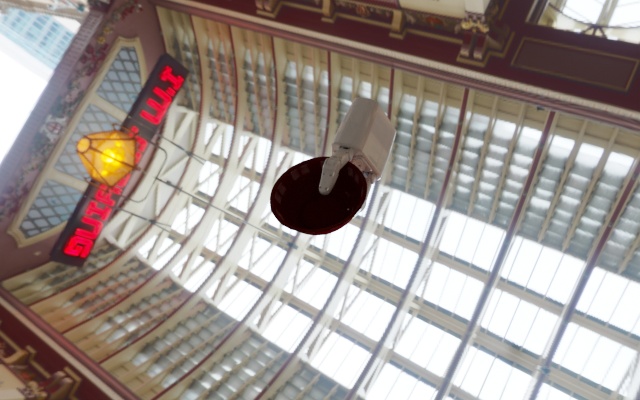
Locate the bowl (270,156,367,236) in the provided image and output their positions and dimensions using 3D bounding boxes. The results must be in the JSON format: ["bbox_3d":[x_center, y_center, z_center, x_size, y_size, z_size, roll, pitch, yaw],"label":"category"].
[{"bbox_3d":[-0.001,0.004,0.793,0.162,0.162,0.055,0,-39,14],"label":"bowl"}]
